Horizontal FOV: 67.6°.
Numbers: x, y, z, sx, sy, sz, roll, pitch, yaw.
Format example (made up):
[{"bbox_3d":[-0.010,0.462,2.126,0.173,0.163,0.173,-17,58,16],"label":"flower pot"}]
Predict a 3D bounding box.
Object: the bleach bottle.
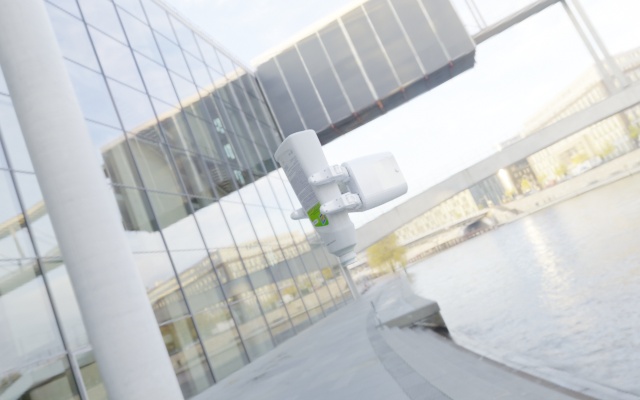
[{"bbox_3d":[0.000,0.003,0.872,0.068,0.250,0.102,-18,-12,-28],"label":"bleach bottle"}]
